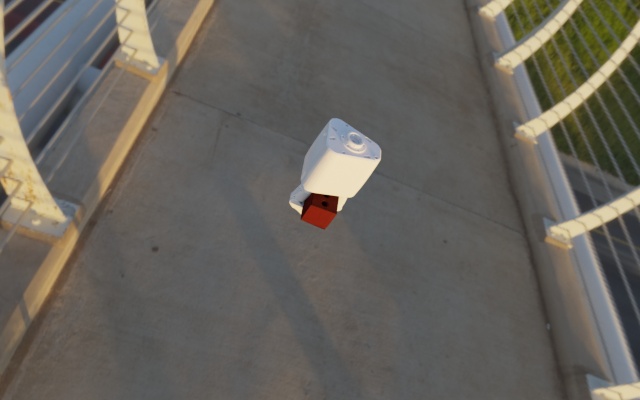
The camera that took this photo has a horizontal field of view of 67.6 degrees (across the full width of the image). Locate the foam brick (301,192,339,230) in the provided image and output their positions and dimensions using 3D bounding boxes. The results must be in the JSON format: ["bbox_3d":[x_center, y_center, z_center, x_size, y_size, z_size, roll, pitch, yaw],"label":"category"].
[{"bbox_3d":[0.000,0.003,0.891,0.053,0.078,0.051,22,-43,-15],"label":"foam brick"}]
